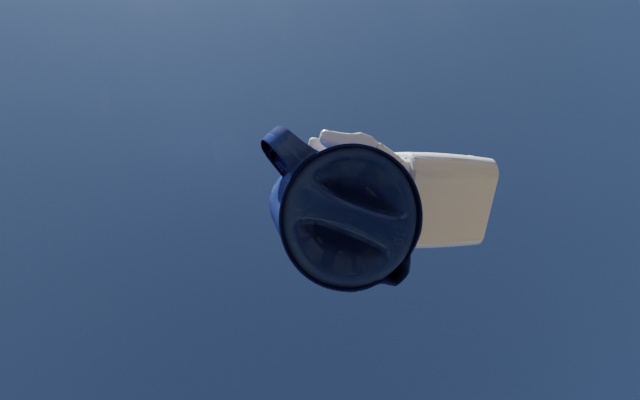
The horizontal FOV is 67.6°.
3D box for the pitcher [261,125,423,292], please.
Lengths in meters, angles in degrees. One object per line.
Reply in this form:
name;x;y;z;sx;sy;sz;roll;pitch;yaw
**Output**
pitcher;0.000;0.002;0.534;0.145;0.149;0.243;1;3;-12
